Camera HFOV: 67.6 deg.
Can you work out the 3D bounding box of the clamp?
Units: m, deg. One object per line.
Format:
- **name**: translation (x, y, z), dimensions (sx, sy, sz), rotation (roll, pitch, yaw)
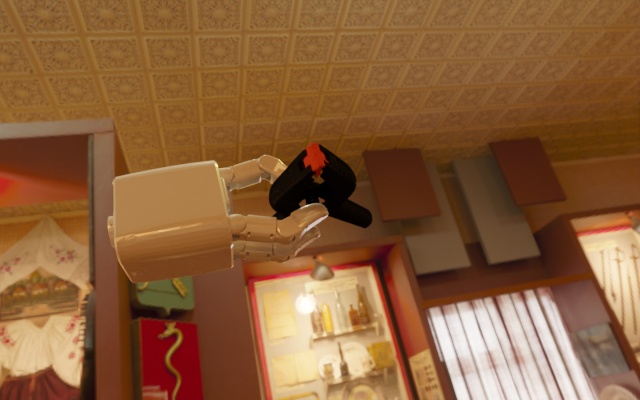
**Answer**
- **clamp**: translation (0.000, 0.001, 0.537), dimensions (0.164, 0.036, 0.210), rotation (-12, -25, -16)
